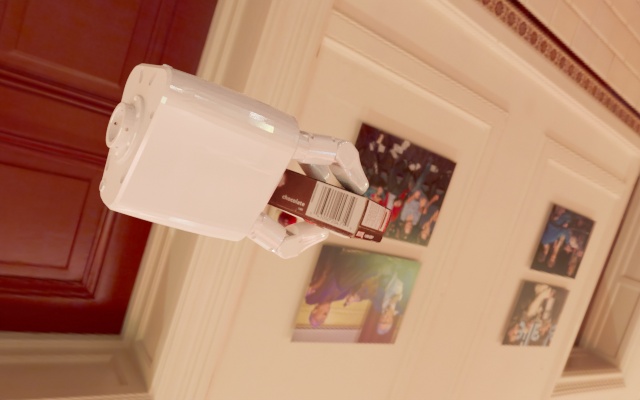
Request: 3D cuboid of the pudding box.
[{"bbox_3d":[0.000,0.002,0.437,0.113,0.039,0.090,23,2,22],"label":"pudding box"}]
